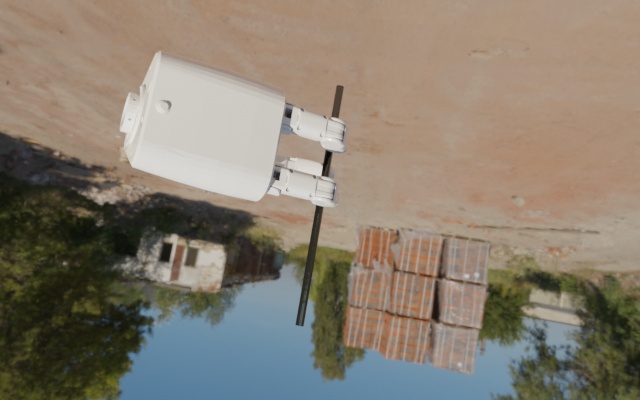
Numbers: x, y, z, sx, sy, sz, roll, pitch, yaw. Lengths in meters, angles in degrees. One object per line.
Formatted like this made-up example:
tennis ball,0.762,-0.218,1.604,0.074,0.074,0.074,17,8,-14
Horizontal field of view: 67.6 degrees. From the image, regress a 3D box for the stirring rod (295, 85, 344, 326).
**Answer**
stirring rod,0.000,0.001,0.470,0.011,0.239,0.011,9,-8,1
